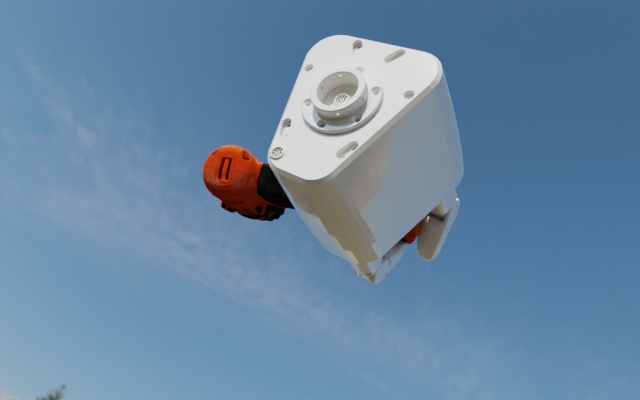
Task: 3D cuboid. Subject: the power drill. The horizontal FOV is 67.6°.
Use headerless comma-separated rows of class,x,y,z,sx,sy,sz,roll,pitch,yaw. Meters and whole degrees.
power drill,0.000,0.001,0.456,0.187,0.057,0.184,7,-8,8
